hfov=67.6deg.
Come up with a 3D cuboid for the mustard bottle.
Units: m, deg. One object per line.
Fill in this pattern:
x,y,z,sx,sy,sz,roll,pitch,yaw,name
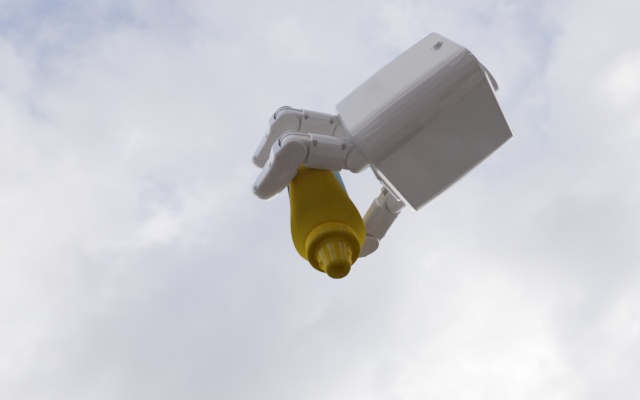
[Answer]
0.000,0.001,0.416,0.058,0.096,0.191,-17,31,0,mustard bottle
